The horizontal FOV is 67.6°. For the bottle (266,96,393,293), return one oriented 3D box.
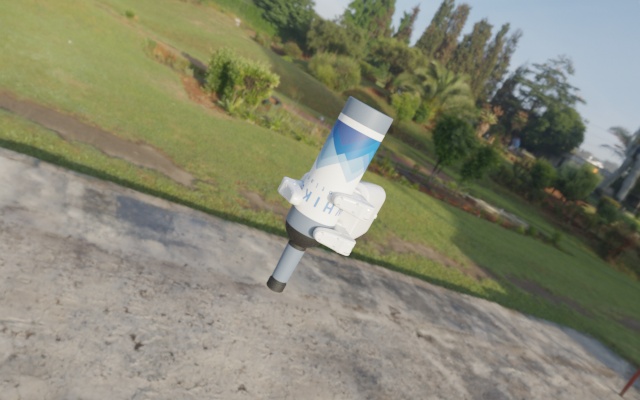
[{"bbox_3d":[0.000,0.002,0.670,0.069,0.296,0.069,27,13,-7],"label":"bottle"}]
